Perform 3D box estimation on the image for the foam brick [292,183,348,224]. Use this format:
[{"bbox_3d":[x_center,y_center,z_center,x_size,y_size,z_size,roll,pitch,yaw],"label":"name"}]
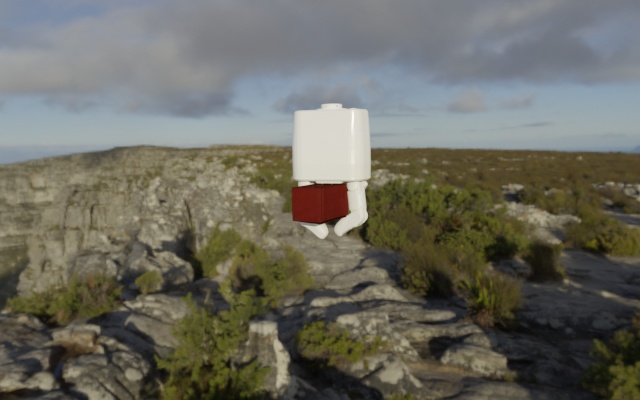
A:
[{"bbox_3d":[0.000,0.002,0.706,0.053,0.051,0.078,4,9,32],"label":"foam brick"}]
